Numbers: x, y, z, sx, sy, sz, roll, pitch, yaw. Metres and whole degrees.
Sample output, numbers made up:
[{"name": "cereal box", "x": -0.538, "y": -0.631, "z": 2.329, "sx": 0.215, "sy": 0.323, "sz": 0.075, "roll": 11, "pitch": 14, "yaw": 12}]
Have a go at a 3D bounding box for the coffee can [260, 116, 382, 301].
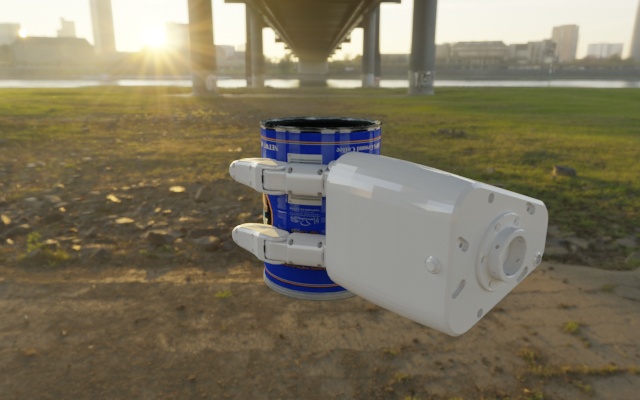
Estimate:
[{"name": "coffee can", "x": 0.000, "y": 0.001, "z": 0.417, "sx": 0.103, "sy": 0.140, "sz": 0.102, "roll": 0, "pitch": 15, "yaw": 0}]
